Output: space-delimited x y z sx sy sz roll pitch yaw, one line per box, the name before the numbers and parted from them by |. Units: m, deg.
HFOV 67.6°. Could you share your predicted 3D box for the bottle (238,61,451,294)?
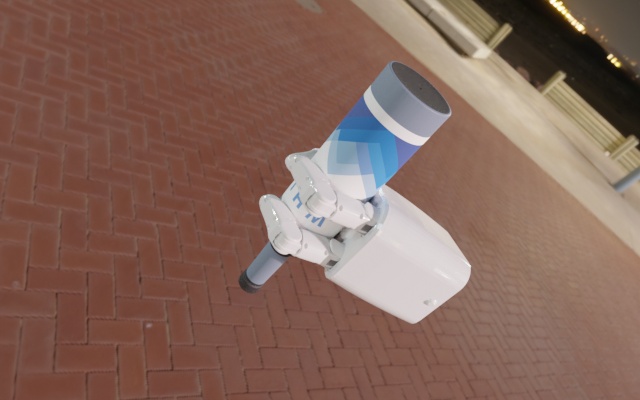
bottle | 0.000 0.001 0.468 0.069 0.069 0.296 0 -40 -46
